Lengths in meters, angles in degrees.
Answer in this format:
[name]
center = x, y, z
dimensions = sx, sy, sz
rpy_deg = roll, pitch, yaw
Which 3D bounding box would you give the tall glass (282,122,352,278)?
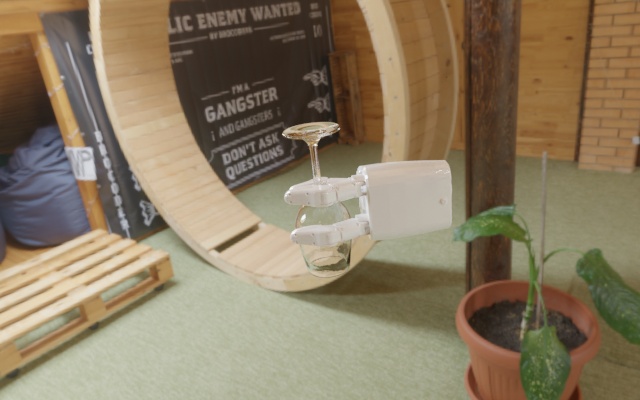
[tall glass]
center = 0.000, 0.001, 0.639
dimensions = 0.079, 0.201, 0.079
rpy_deg = -6, 22, 2
